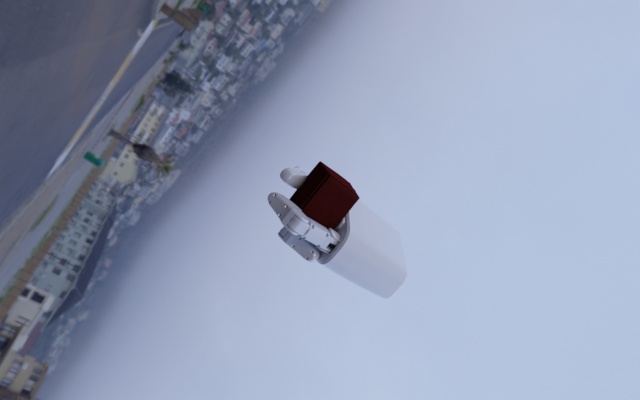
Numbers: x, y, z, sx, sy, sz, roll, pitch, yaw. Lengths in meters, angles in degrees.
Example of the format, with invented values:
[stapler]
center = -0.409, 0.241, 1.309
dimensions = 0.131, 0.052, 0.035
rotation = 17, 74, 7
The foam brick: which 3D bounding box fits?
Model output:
[foam brick]
center = 0.000, 0.002, 0.580
dimensions = 0.051, 0.078, 0.053
rotation = 34, 13, -22
